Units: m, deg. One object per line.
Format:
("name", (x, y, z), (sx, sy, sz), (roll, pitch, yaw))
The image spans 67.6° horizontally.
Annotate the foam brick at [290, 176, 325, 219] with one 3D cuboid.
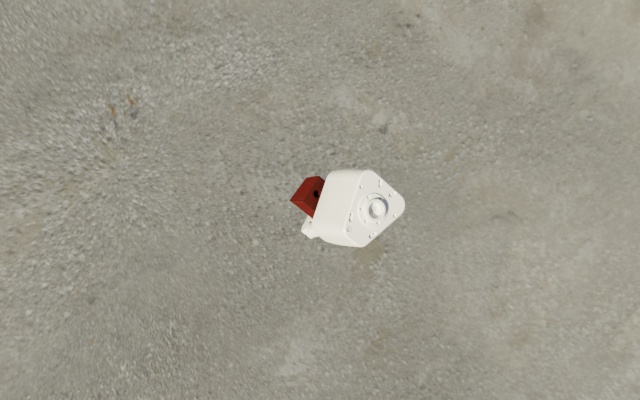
("foam brick", (0.000, 0.003, 0.796), (0.078, 0.053, 0.051), (39, -16, -20))
